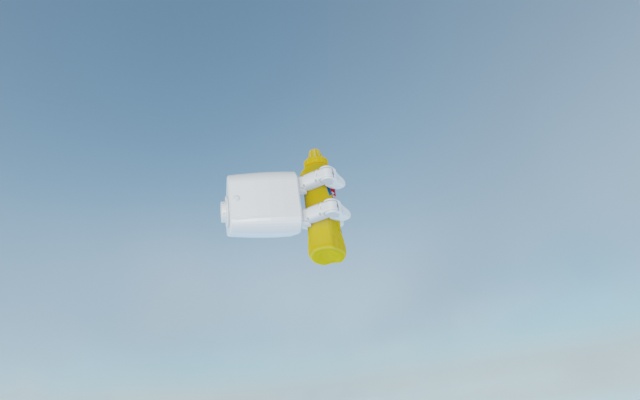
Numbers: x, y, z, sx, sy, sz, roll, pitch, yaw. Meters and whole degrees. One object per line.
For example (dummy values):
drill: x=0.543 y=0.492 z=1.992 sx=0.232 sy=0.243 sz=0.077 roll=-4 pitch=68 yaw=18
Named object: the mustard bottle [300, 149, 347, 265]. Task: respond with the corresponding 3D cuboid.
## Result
mustard bottle: x=0.000 y=0.003 z=0.778 sx=0.058 sy=0.191 sz=0.096 roll=-12 pitch=-23 yaw=8
